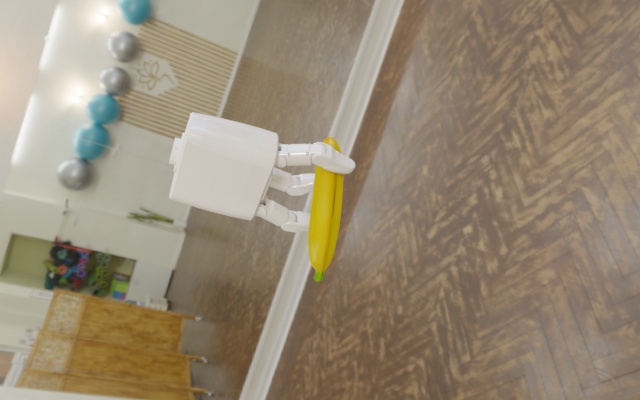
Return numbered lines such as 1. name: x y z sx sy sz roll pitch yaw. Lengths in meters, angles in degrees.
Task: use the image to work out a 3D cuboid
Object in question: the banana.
1. banana: 0.005 0.002 0.611 0.037 0.197 0.069 10 -14 -14
